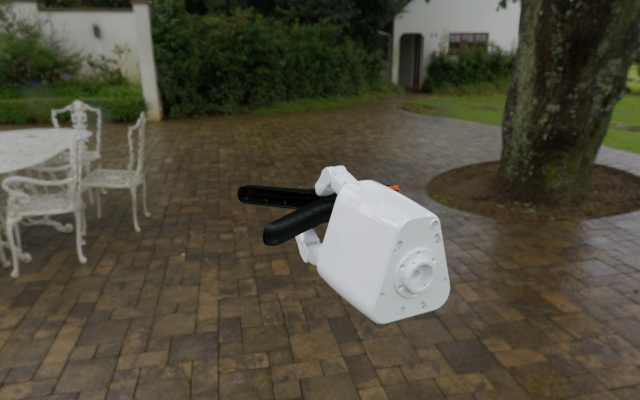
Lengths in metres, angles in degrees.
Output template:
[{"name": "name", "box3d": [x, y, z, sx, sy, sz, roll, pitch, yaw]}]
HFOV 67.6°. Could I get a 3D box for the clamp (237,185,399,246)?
[{"name": "clamp", "box3d": [0.001, 0.001, 0.612, 0.210, 0.036, 0.164, -9, 23, -25]}]
